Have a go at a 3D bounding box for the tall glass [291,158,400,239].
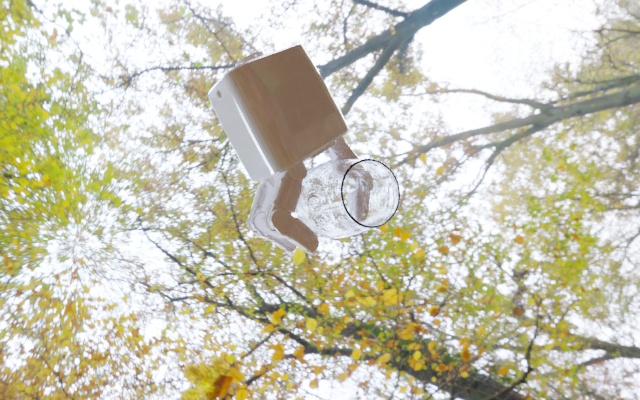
[{"bbox_3d":[0.000,0.002,0.506,0.079,0.079,0.201,0,-5,-27],"label":"tall glass"}]
